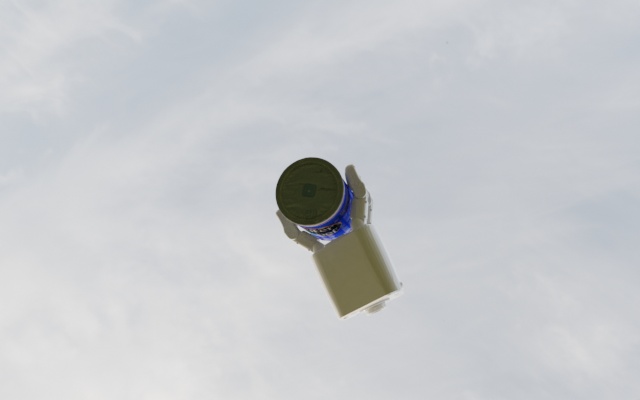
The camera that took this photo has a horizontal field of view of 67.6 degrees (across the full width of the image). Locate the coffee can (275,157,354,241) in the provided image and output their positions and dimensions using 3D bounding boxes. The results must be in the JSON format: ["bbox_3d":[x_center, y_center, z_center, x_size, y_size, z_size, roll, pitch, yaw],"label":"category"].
[{"bbox_3d":[0.000,0.002,0.750,0.103,0.102,0.140,0,-14,14],"label":"coffee can"}]
